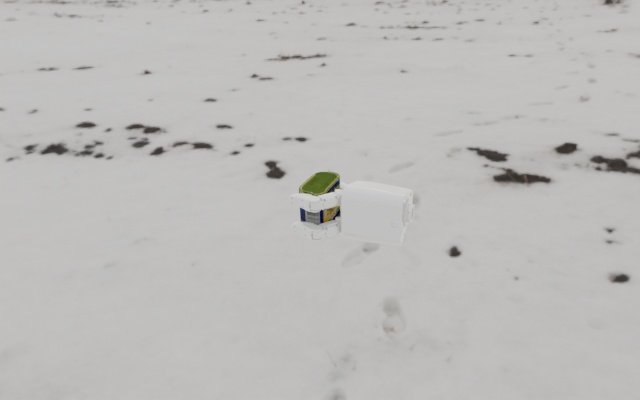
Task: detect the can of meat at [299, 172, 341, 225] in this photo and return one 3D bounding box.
[{"bbox_3d":[0.000,0.003,0.874,0.057,0.084,0.102,10,29,21],"label":"can of meat"}]
